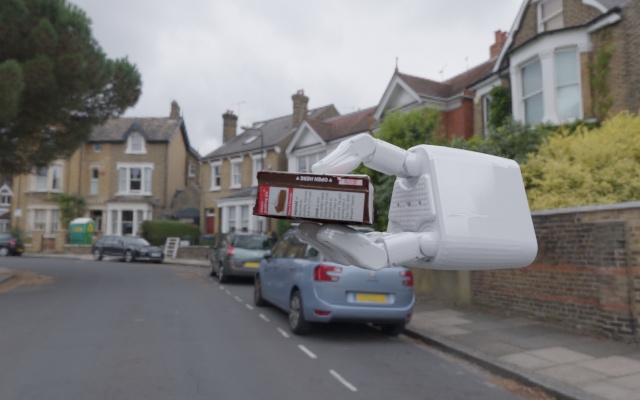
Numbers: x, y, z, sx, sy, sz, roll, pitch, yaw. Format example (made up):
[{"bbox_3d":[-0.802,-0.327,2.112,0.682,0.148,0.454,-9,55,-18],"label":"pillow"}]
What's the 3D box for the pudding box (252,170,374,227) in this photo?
[{"bbox_3d":[0.000,0.001,0.407,0.090,0.039,0.113,3,-6,7],"label":"pudding box"}]
